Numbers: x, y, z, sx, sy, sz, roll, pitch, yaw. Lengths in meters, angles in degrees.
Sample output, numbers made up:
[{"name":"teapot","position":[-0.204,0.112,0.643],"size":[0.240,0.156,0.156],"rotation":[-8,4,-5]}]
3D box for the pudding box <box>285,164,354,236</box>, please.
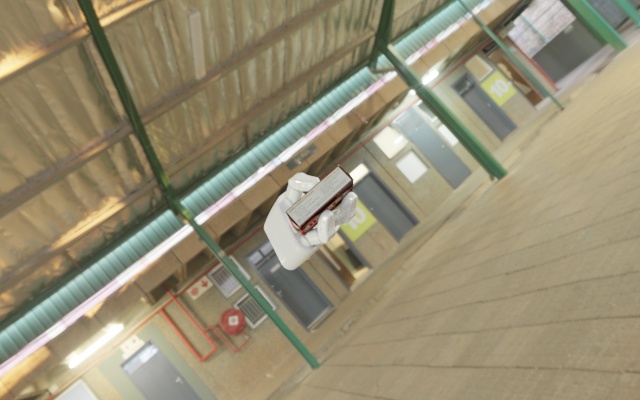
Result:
[{"name":"pudding box","position":[0.000,0.002,0.749],"size":[0.113,0.039,0.090],"rotation":[-44,-9,-6]}]
